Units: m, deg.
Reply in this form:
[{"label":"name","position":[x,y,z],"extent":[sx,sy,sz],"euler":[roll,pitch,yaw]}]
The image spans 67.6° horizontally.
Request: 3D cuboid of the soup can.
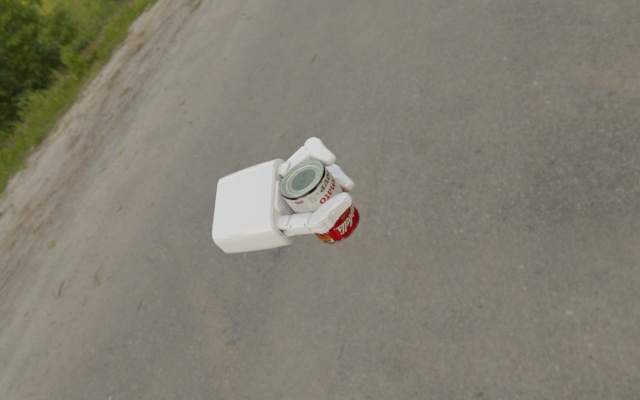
[{"label":"soup can","position":[0.000,0.002,0.636],"extent":[0.068,0.068,0.102],"euler":[0,-38,38]}]
